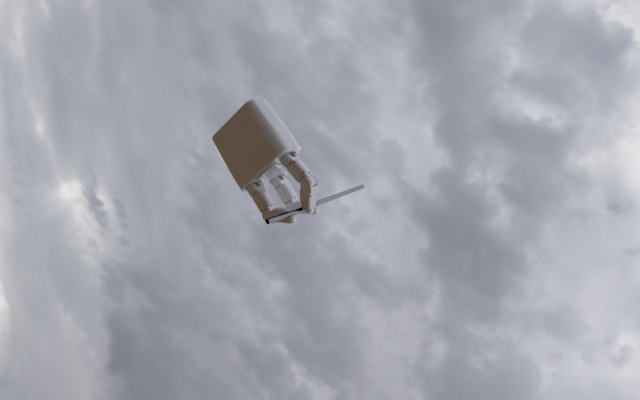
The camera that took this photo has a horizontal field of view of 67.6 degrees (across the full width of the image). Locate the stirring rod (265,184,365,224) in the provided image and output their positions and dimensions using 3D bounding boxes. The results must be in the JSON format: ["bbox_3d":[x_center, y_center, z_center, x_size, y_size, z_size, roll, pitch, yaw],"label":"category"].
[{"bbox_3d":[0.000,0.002,0.770,0.011,0.011,0.239,0,13,40],"label":"stirring rod"}]
